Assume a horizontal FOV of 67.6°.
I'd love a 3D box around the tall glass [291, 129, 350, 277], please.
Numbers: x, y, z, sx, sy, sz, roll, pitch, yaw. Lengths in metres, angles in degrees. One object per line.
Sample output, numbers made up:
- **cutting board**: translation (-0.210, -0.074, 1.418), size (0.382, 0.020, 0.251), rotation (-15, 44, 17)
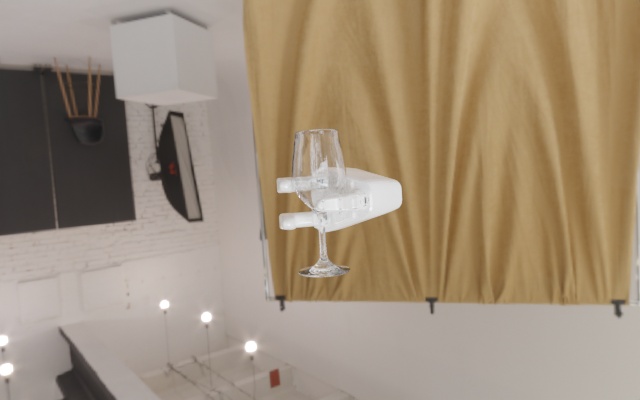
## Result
- **tall glass**: translation (0.000, 0.003, 0.678), size (0.079, 0.201, 0.079), rotation (-3, 4, 0)
